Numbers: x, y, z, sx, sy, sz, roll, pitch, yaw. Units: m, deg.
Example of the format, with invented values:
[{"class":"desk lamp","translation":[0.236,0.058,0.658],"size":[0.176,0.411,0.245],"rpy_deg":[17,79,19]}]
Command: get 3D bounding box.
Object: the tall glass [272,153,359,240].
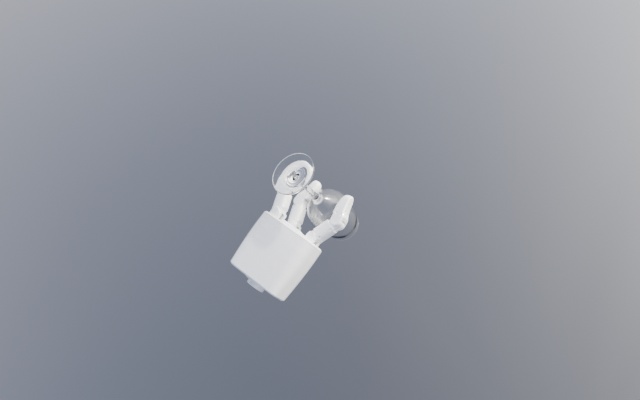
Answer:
[{"class":"tall glass","translation":[0.000,0.002,0.817],"size":[0.079,0.079,0.201],"rpy_deg":[0,-26,29]}]
